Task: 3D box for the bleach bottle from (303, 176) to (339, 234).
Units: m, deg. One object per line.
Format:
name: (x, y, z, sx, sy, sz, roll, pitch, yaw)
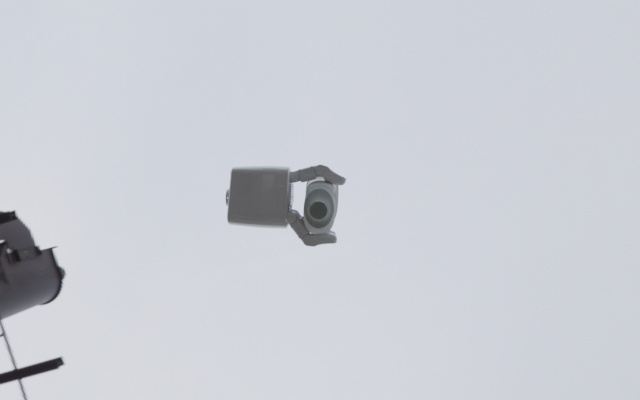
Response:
bleach bottle: (0.000, 0.003, 0.865, 0.068, 0.102, 0.251, 1, 2, 1)
